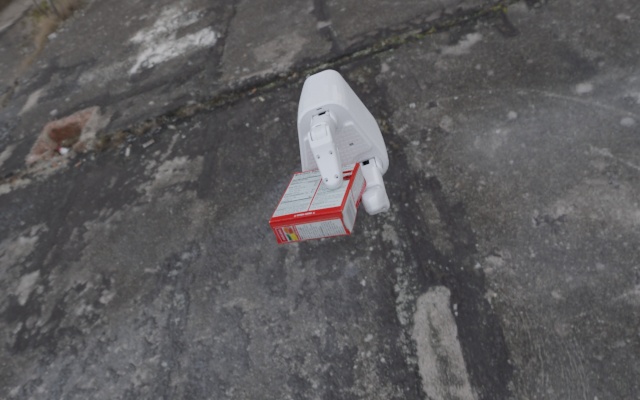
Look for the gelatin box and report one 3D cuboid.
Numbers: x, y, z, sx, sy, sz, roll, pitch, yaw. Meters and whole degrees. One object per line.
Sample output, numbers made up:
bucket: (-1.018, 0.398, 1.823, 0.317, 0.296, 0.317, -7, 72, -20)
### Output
gelatin box: (0.000, 0.001, 0.460, 0.073, 0.030, 0.089, -9, 31, 22)
